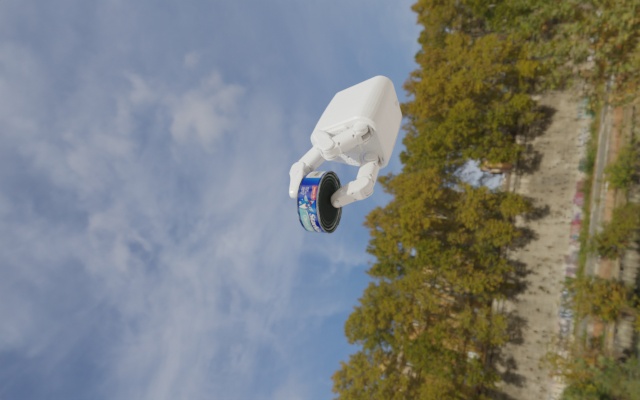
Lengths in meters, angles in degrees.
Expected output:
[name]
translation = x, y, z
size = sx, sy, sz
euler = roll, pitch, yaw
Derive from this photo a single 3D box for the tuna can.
[tuna can]
translation = 0.000, 0.002, 0.661
size = 0.034, 0.086, 0.086
euler = 1, 0, 24
